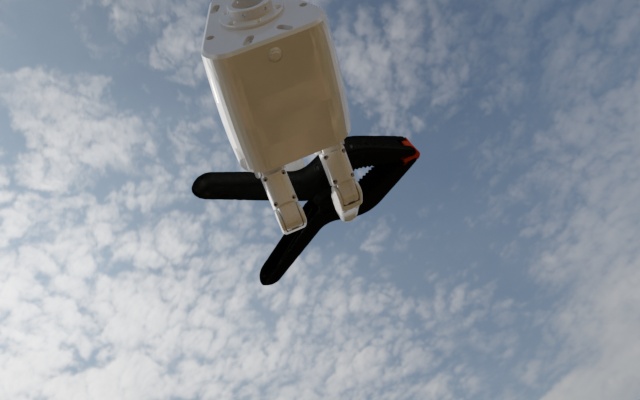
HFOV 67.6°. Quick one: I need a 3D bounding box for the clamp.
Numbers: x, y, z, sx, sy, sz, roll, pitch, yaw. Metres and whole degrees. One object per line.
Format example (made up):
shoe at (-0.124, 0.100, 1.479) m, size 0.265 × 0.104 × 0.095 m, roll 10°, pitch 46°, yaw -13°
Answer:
clamp at (0.000, 0.001, 0.473) m, size 0.210 × 0.165 × 0.036 m, roll -23°, pitch 47°, yaw -7°
